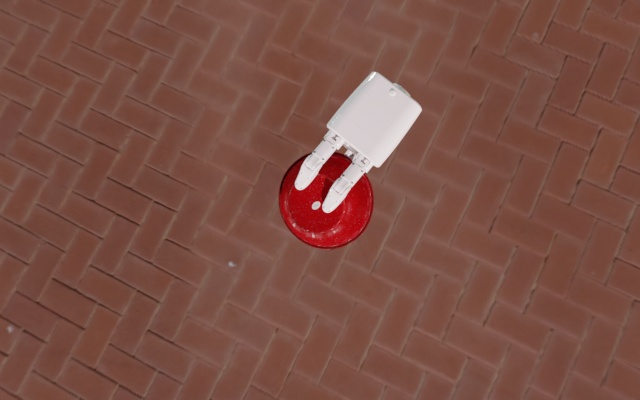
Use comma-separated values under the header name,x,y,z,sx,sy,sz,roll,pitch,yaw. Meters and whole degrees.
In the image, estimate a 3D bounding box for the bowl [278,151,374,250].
name,x,y,z,sx,sy,sz,roll,pitch,yaw
bowl,-0.001,0.004,0.751,0.162,0.162,0.055,0,6,16
